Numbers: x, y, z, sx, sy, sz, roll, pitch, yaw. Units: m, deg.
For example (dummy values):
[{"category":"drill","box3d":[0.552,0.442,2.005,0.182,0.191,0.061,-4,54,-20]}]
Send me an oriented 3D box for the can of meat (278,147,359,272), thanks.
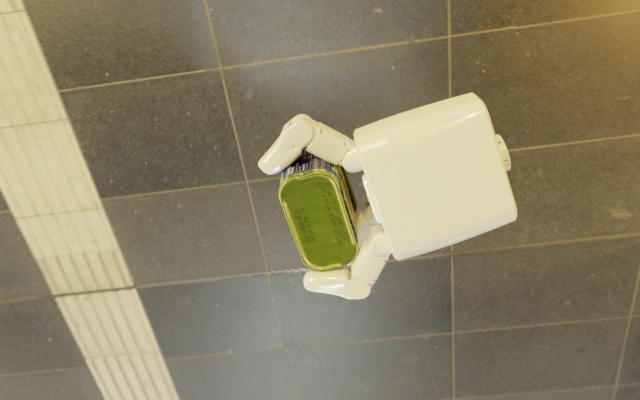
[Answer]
[{"category":"can of meat","box3d":[0.000,0.002,0.437,0.057,0.102,0.084,-15,26,8]}]
